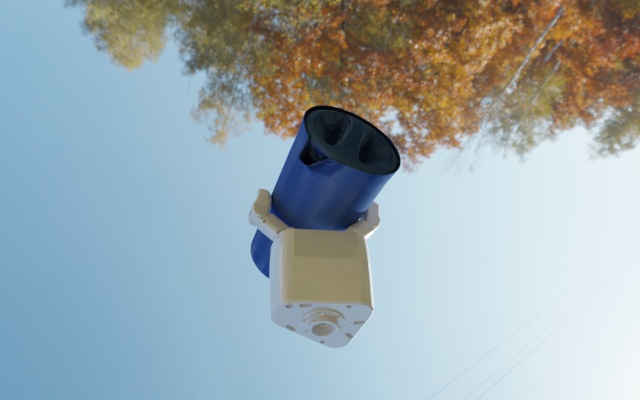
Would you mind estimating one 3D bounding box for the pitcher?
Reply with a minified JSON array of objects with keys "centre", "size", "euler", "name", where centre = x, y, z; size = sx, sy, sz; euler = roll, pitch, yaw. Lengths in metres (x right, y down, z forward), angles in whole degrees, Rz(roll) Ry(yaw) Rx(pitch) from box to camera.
[{"centre":[0.000,0.002,0.654],"size":[0.149,0.243,0.145],"euler":[17,38,-18],"name":"pitcher"}]
